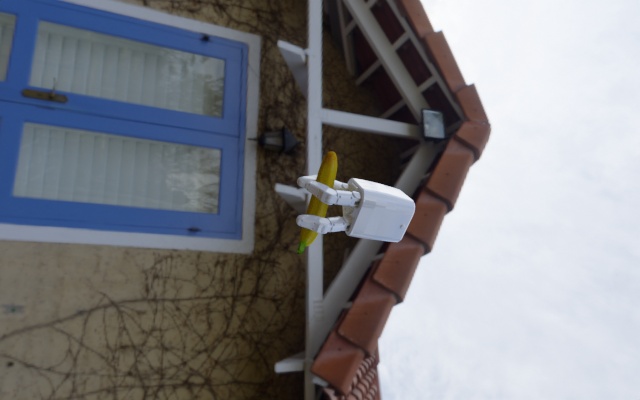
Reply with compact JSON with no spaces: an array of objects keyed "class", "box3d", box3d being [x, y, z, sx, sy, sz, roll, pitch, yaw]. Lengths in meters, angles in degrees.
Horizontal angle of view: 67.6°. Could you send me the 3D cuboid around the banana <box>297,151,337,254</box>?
[{"class":"banana","box3d":[-0.002,0.003,0.894,0.037,0.198,0.069,16,8,-4]}]
